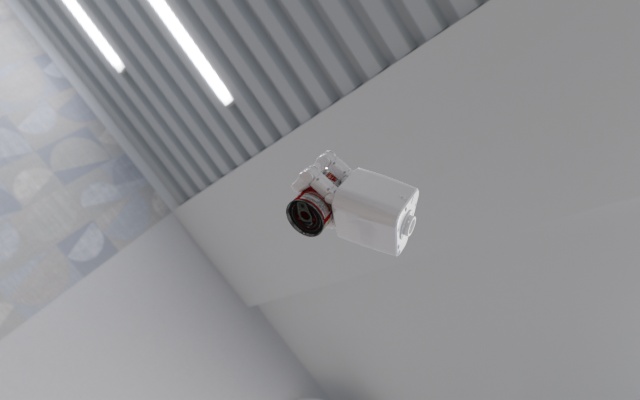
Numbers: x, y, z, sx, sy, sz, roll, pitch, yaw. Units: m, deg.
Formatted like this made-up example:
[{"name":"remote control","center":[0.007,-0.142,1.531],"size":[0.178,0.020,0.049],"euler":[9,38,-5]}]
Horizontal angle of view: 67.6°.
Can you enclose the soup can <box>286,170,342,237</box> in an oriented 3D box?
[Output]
[{"name":"soup can","center":[0.000,0.002,0.773],"size":[0.068,0.068,0.102],"euler":[0,31,36]}]
